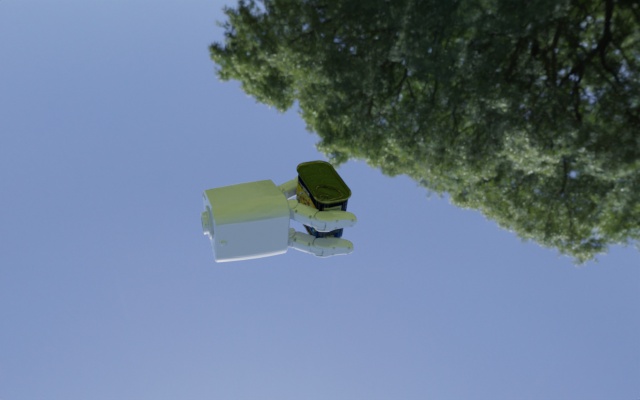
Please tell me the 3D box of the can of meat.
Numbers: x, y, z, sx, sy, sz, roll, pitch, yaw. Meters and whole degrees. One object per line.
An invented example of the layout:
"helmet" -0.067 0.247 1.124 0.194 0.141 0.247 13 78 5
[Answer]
"can of meat" 0.000 0.003 0.722 0.057 0.084 0.102 -11 41 -22
